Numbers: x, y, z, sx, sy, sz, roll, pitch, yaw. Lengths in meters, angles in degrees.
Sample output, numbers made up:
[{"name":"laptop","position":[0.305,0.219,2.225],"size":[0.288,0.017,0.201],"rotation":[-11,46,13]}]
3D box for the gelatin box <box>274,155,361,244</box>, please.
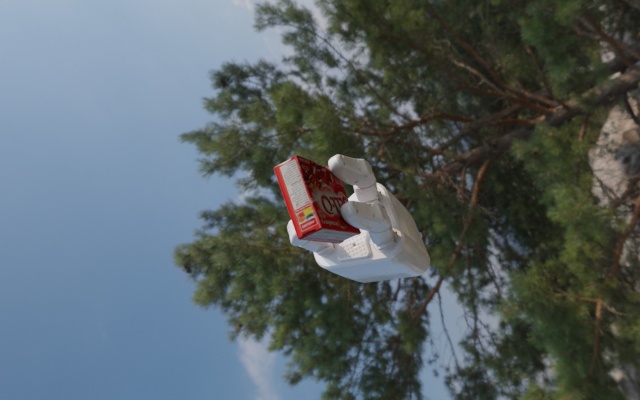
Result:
[{"name":"gelatin box","position":[0.000,0.002,0.460],"size":[0.030,0.073,0.089],"rotation":[-27,-19,23]}]
